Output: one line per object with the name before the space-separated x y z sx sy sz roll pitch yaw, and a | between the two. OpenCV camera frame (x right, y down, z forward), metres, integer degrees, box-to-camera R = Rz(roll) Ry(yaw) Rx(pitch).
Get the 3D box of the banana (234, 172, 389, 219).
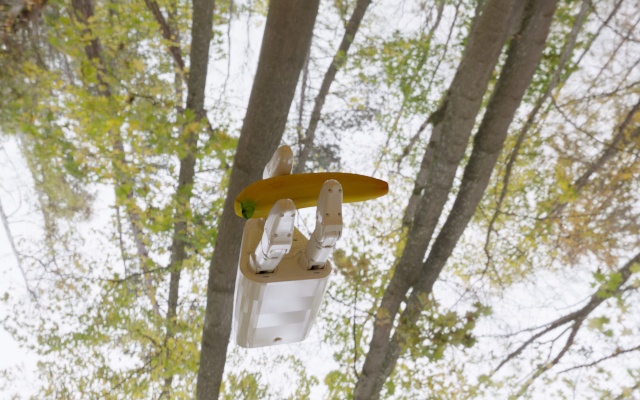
banana | -0.015 -0.005 0.496 0.198 0.037 0.069 -12 30 -41
